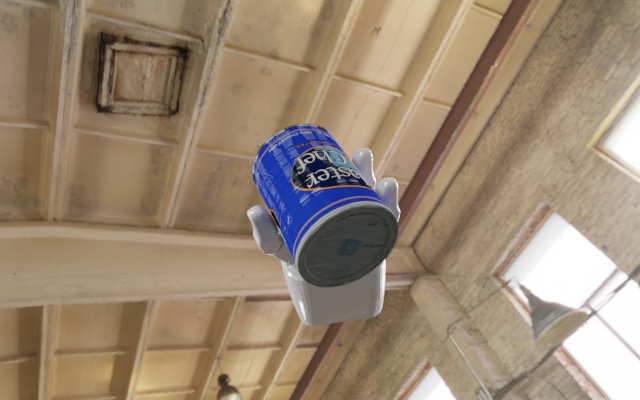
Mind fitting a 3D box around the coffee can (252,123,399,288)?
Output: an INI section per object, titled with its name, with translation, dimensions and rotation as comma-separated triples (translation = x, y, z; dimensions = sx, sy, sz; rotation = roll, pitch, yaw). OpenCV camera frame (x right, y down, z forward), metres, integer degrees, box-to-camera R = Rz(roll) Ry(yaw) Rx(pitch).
[coffee can]
translation = 0.000, 0.002, 0.483
dimensions = 0.103, 0.103, 0.140
rotation = 0, 38, -29
